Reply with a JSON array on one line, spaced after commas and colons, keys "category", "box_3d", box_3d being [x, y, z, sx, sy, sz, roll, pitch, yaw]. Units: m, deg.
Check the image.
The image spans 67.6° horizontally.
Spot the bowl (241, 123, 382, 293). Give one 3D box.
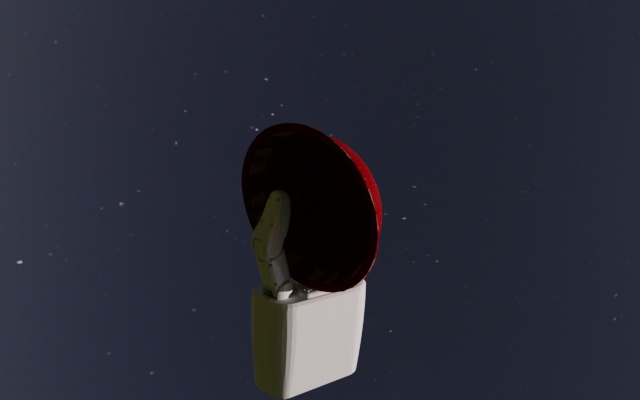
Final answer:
[{"category": "bowl", "box_3d": [0.001, 0.000, 0.445, 0.162, 0.162, 0.055, 0, 20, 43]}]
